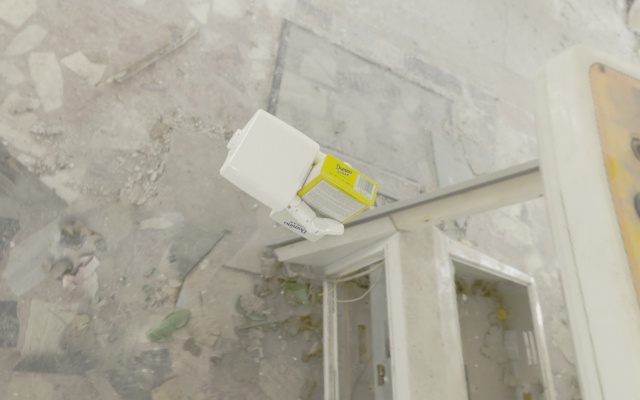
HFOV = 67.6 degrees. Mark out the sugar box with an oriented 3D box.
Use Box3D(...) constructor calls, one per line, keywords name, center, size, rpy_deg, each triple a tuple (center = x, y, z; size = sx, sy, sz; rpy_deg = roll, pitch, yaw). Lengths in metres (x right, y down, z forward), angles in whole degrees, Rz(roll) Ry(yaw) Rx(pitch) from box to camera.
Box3D(name="sugar box", center=(0.000, 0.002, 0.741), size=(0.093, 0.048, 0.176), rpy_deg=(31, -32, -17))
